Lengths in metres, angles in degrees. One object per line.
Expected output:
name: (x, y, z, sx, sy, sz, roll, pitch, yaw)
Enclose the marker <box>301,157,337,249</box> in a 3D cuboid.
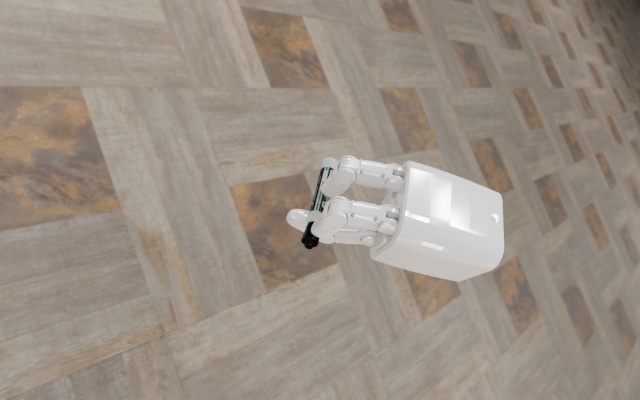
marker: (0.000, 0.002, 0.534, 0.020, 0.121, 0.020, 9, -36, 7)
